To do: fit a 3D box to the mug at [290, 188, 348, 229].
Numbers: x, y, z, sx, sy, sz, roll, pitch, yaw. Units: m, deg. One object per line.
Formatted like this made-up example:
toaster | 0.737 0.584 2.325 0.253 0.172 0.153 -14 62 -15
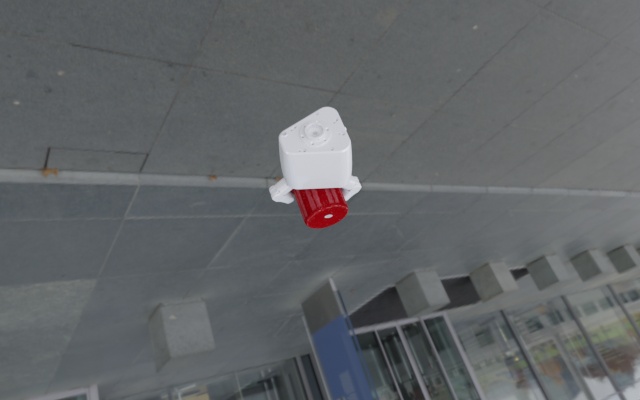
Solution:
mug | 0.000 0.004 0.868 0.093 0.081 0.117 -18 -27 -7
